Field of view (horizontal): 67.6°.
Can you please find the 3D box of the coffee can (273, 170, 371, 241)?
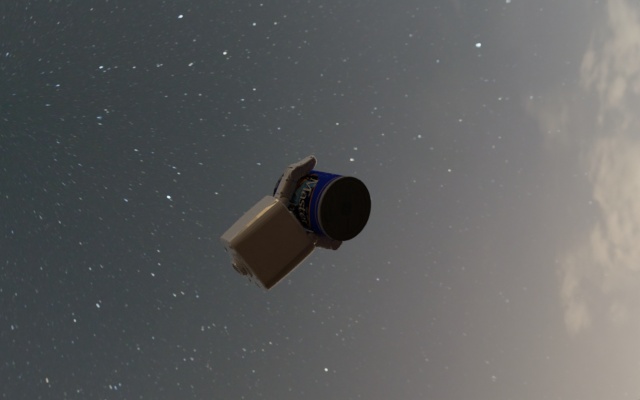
[{"bbox_3d":[0.000,0.002,0.795,0.103,0.103,0.140,0,9,-36],"label":"coffee can"}]
